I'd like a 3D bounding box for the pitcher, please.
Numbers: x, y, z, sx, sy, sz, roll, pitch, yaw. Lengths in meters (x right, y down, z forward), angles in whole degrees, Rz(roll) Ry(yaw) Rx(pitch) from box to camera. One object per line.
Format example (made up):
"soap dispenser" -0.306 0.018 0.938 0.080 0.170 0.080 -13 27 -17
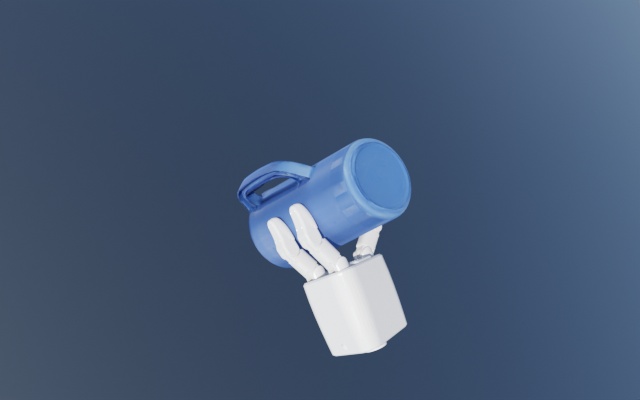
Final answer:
"pitcher" 0.000 0.002 0.670 0.149 0.145 0.243 -13 -10 -38
